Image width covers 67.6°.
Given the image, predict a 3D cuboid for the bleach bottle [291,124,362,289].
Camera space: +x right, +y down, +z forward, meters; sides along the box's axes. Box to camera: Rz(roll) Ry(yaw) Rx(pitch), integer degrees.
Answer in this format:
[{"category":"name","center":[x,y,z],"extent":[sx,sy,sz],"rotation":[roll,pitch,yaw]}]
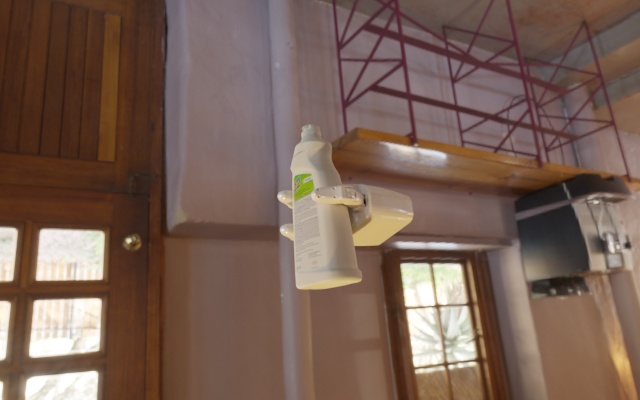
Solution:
[{"category":"bleach bottle","center":[0.000,0.002,0.720],"extent":[0.068,0.250,0.102],"rotation":[9,-21,-39]}]
